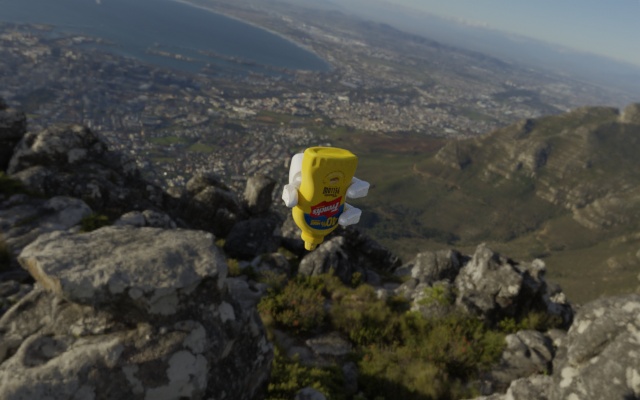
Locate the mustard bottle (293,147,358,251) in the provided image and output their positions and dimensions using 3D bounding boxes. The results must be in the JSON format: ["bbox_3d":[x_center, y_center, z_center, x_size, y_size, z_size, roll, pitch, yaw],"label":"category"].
[{"bbox_3d":[0.000,0.003,0.851,0.096,0.192,0.058,-1,27,-32],"label":"mustard bottle"}]
